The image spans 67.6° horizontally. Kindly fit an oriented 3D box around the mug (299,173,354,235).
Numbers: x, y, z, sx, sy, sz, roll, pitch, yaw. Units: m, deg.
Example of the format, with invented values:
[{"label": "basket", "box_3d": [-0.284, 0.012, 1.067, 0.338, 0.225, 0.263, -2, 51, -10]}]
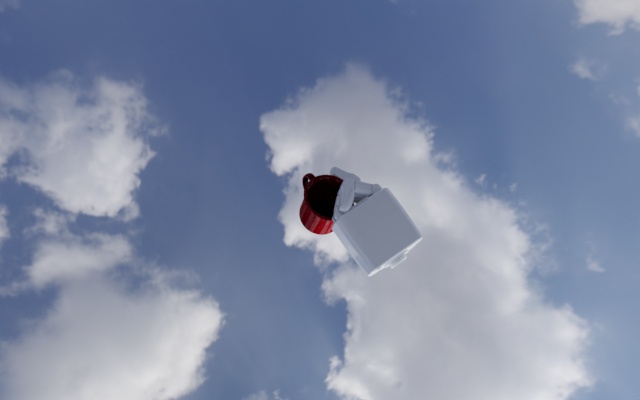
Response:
[{"label": "mug", "box_3d": [-0.001, 0.002, 0.883, 0.093, 0.117, 0.081, -28, -18, -26]}]
